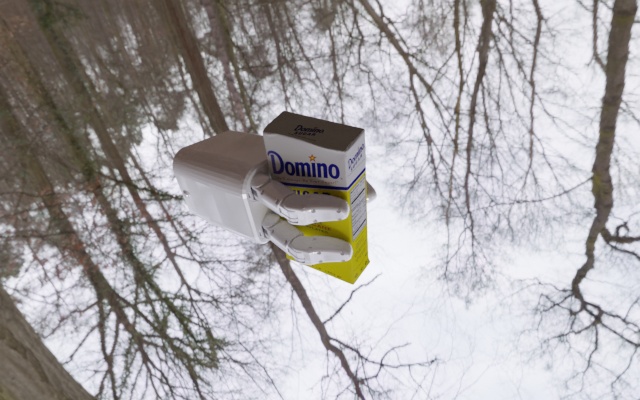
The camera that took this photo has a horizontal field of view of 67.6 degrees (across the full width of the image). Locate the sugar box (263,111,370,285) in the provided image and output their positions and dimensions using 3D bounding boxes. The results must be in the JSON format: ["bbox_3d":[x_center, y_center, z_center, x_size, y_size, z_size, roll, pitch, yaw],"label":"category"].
[{"bbox_3d":[0.000,0.002,0.490,0.093,0.176,0.048,17,48,27],"label":"sugar box"}]
